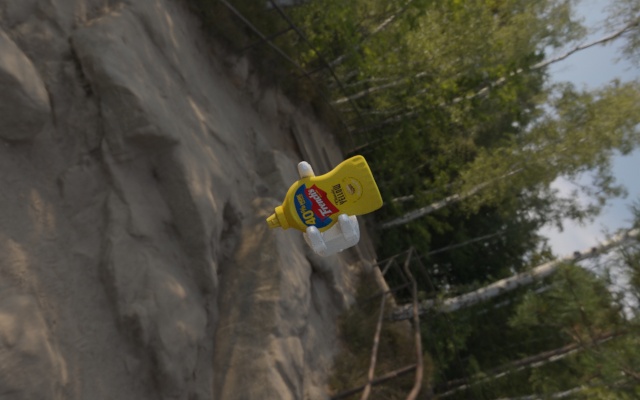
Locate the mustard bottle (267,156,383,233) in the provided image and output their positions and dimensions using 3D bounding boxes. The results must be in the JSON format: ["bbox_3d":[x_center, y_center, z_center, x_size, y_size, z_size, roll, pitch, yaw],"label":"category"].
[{"bbox_3d":[0.000,0.002,0.805,0.191,0.096,0.058,-23,1,1],"label":"mustard bottle"}]
